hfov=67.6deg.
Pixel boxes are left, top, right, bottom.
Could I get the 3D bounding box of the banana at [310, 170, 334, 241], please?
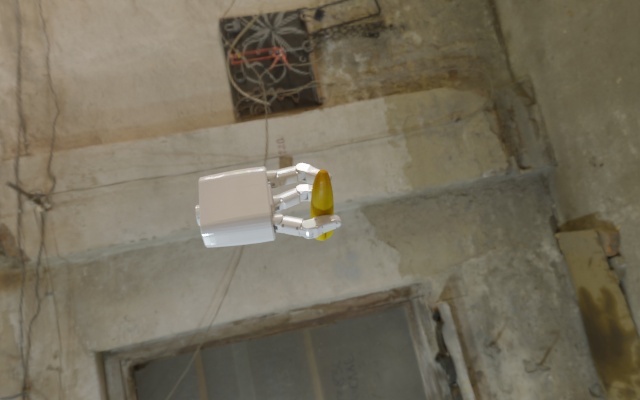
[{"bbox_3d":[0.002,0.021,0.765,0.037,0.069,0.198,-5,-21,-1],"label":"banana"}]
